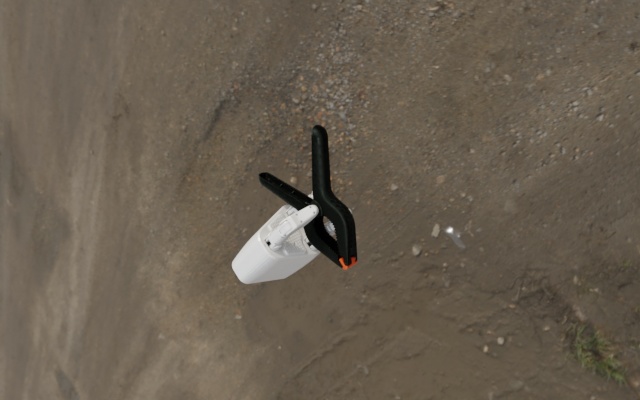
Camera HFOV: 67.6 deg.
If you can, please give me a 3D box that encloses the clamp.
[{"bbox_3d":[0.000,0.003,0.718,0.036,0.210,0.165,-23,-15,-45],"label":"clamp"}]
